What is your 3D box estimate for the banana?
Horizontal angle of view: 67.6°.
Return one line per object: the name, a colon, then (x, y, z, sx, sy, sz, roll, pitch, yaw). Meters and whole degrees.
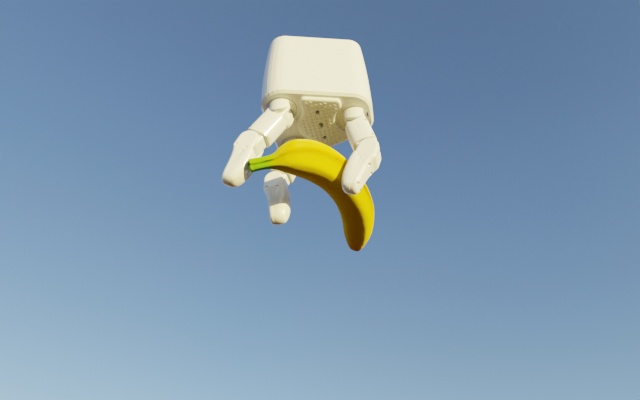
banana: (0.014, -0.007, 0.489, 0.069, 0.037, 0.198, -26, -43, 23)
